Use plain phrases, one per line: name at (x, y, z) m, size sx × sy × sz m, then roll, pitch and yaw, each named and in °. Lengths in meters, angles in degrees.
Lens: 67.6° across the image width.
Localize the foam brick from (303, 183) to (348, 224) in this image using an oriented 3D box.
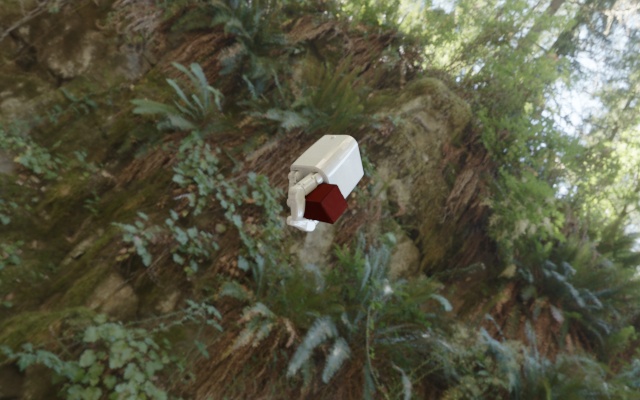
foam brick at (0.000, 0.003, 0.858) m, size 0.078 × 0.053 × 0.051 m, roll 9°, pitch 47°, yaw 47°
